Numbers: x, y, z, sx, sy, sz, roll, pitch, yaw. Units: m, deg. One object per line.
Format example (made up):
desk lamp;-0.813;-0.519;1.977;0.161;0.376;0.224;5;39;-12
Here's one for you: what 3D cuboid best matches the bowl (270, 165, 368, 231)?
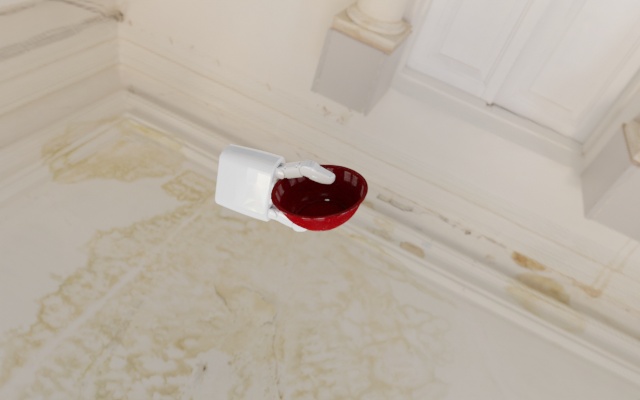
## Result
bowl;0.001;0.003;0.801;0.162;0.055;0.162;-4;34;3
